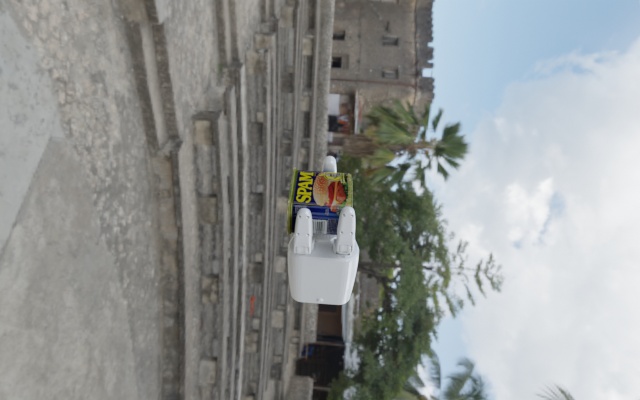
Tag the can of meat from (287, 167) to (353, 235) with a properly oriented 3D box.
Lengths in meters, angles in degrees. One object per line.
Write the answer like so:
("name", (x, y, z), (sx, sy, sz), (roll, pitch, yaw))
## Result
("can of meat", (0.000, 0.002, 0.655), (0.084, 0.057, 0.102), (4, 38, 1))
